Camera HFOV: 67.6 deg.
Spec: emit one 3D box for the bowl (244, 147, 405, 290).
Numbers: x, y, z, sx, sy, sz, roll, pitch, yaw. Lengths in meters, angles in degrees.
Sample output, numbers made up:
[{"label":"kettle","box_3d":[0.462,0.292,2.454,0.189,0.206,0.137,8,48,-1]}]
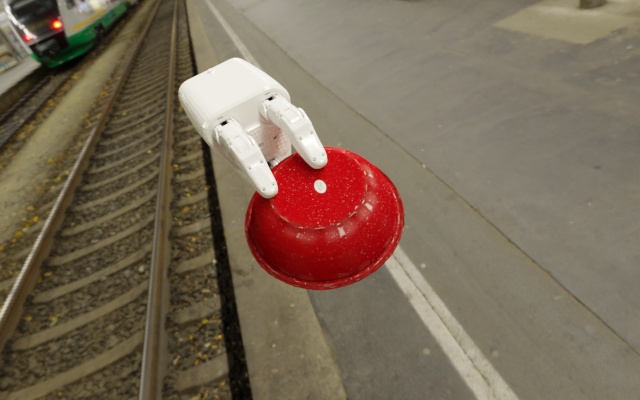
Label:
[{"label":"bowl","box_3d":[0.001,0.002,0.461,0.162,0.162,0.055,0,-33,7]}]
